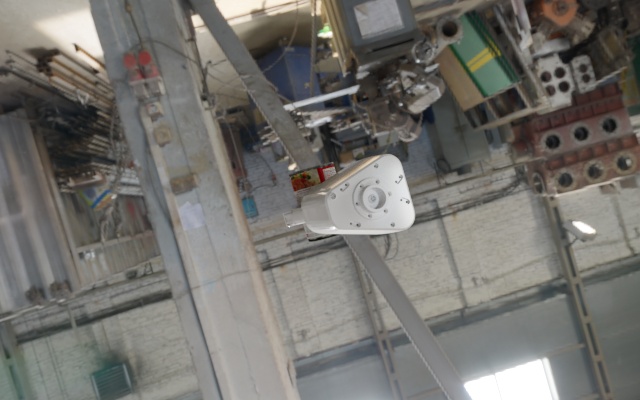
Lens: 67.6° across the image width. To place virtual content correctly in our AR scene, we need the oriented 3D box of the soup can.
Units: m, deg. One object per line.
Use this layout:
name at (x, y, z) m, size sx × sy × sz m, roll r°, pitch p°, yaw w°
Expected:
soup can at (0.000, 0.003, 0.696) m, size 0.068 × 0.102 × 0.068 m, roll -16°, pitch 1°, yaw 0°
